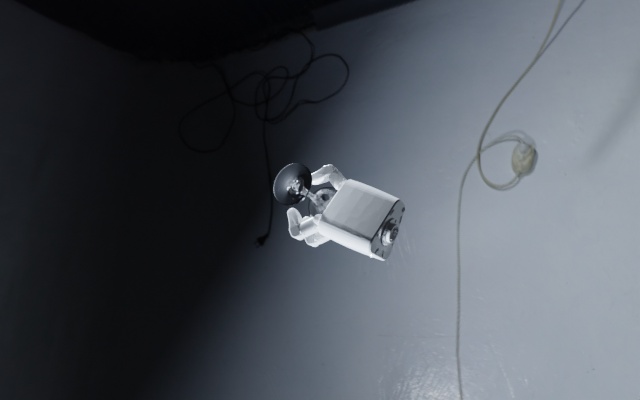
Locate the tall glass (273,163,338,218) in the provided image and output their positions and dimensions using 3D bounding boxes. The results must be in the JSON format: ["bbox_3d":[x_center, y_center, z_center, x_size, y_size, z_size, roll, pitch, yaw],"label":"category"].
[{"bbox_3d":[0.000,0.003,0.868,0.079,0.079,0.201,0,-17,29],"label":"tall glass"}]
